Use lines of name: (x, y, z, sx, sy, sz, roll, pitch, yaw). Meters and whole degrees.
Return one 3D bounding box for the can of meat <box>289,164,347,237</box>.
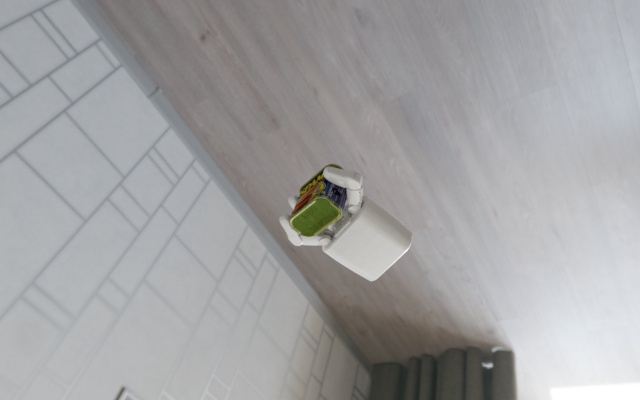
can of meat: (0.000, 0.003, 0.777, 0.057, 0.084, 0.102, 38, -50, -16)
